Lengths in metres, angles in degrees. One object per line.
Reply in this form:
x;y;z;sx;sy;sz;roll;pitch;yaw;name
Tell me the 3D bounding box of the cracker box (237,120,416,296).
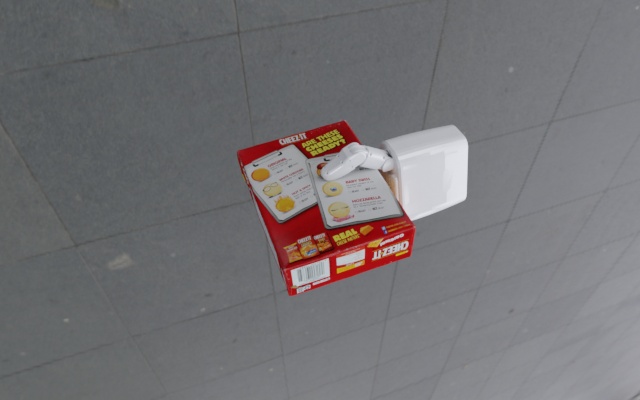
0.000;0.002;0.623;0.164;0.213;0.072;-17;-41;-12;cracker box
